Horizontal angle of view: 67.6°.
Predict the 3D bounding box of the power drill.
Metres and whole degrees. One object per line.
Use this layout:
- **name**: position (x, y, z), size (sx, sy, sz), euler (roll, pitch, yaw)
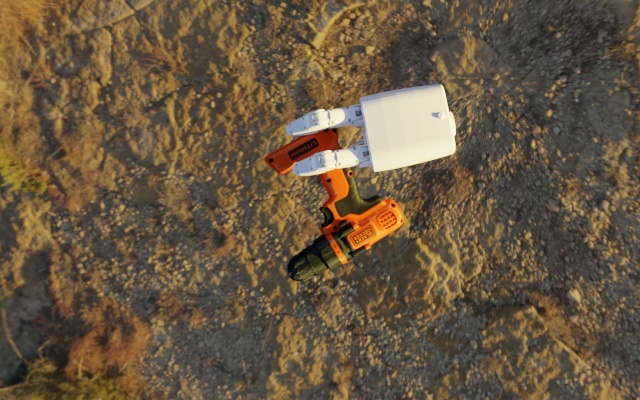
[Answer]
- **power drill**: position (0.000, 0.002, 0.671), size (0.184, 0.188, 0.057), euler (-31, 12, -3)
